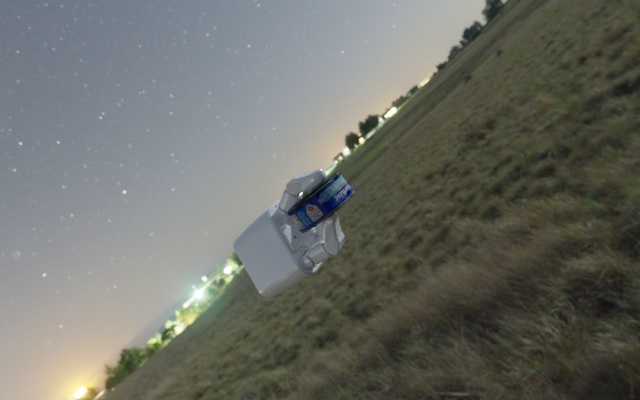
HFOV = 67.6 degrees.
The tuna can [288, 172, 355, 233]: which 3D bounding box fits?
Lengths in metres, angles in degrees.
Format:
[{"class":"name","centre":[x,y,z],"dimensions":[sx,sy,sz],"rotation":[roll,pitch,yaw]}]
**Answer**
[{"class":"tuna can","centre":[0.000,0.002,0.608],"dimensions":[0.086,0.034,0.086],"rotation":[-38,5,4]}]
